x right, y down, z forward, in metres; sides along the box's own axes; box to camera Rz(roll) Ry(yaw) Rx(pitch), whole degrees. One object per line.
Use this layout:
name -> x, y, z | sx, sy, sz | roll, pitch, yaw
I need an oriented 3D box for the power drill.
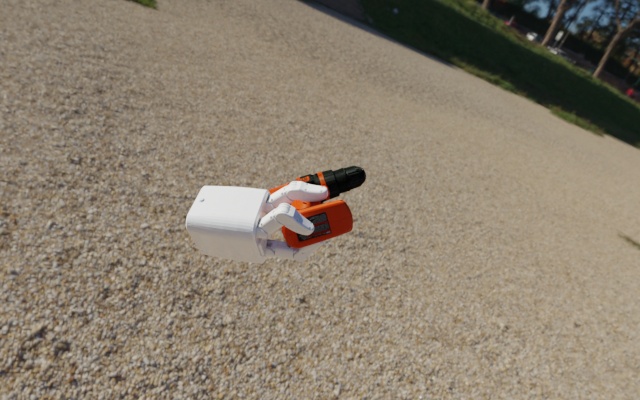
power drill -> 0.000, 0.003, 0.779 | 0.184, 0.057, 0.187 | -19, 19, 0
